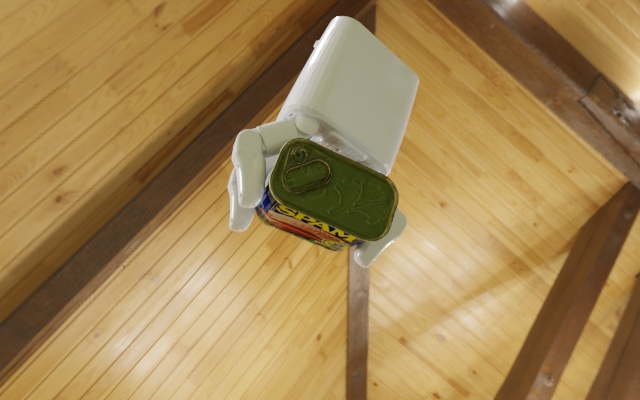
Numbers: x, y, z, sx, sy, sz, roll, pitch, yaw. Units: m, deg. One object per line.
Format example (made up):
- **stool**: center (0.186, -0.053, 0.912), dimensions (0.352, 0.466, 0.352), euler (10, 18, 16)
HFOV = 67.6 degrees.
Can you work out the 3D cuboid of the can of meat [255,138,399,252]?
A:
- **can of meat**: center (0.000, 0.001, 0.402), dimensions (0.102, 0.057, 0.084), euler (24, -20, -11)
